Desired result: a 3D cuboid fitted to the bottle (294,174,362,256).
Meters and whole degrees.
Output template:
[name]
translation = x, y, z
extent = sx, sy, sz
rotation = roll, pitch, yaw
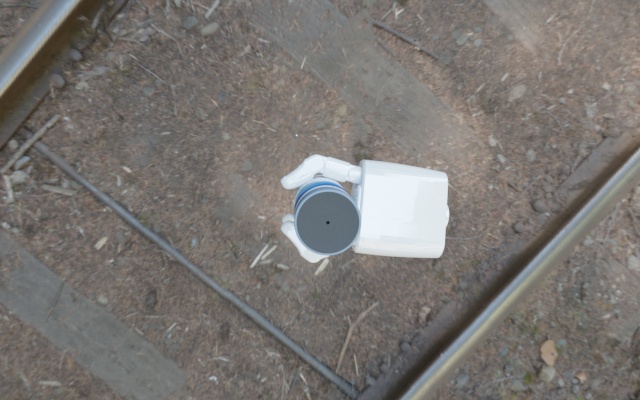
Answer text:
[bottle]
translation = 0.000, 0.002, 0.611
extent = 0.069, 0.069, 0.295
rotation = 0, 8, -3
